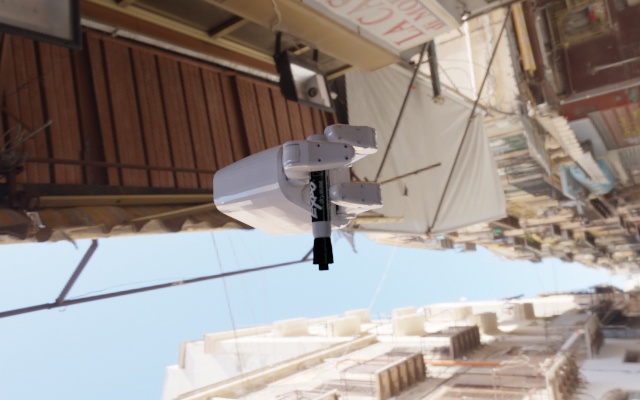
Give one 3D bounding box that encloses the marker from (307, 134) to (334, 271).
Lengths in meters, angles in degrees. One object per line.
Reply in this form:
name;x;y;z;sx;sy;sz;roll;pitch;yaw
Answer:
marker;0.000;0.001;0.423;0.020;0.121;0.020;-3;-11;-1
